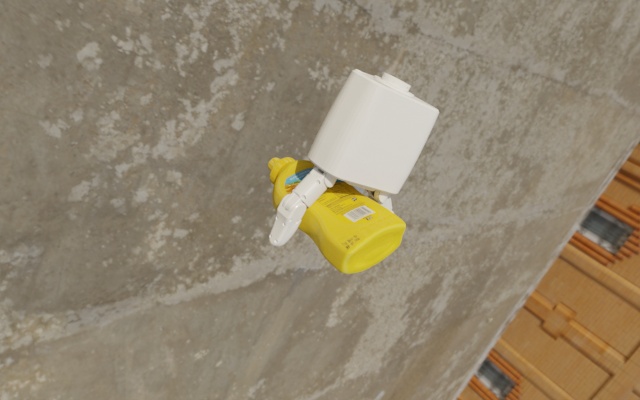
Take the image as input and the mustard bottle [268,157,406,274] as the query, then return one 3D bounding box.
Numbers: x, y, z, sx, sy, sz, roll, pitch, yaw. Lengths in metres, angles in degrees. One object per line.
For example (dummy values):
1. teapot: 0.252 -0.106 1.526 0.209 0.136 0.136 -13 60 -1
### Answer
1. mustard bottle: 0.000 0.002 0.560 0.096 0.058 0.191 -23 48 -35
